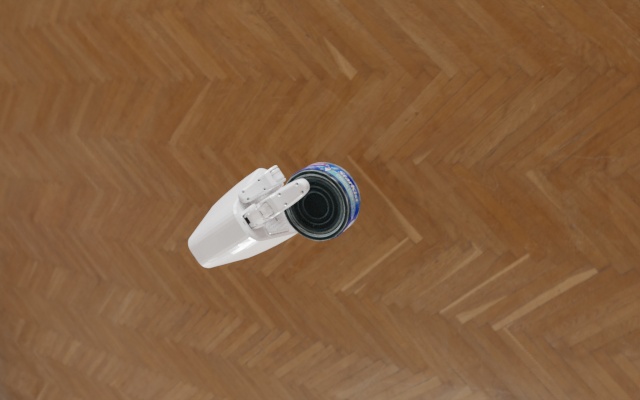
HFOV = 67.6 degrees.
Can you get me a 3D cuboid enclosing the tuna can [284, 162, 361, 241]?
[{"bbox_3d":[0.000,0.002,0.539,0.086,0.086,0.033,0,16,26],"label":"tuna can"}]
